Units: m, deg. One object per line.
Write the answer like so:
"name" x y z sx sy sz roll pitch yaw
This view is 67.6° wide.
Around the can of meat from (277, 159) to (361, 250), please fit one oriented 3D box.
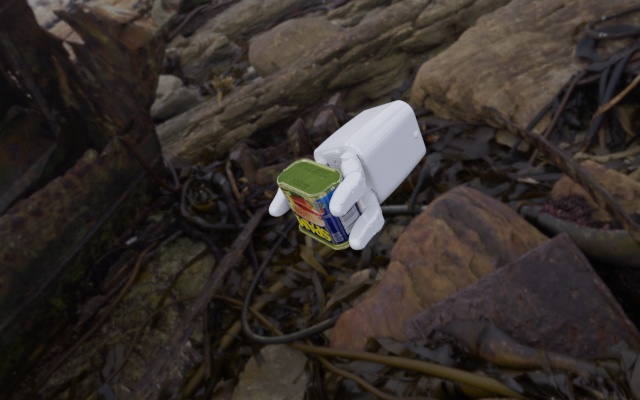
"can of meat" 0.000 0.002 0.590 0.057 0.084 0.102 -40 36 -20
